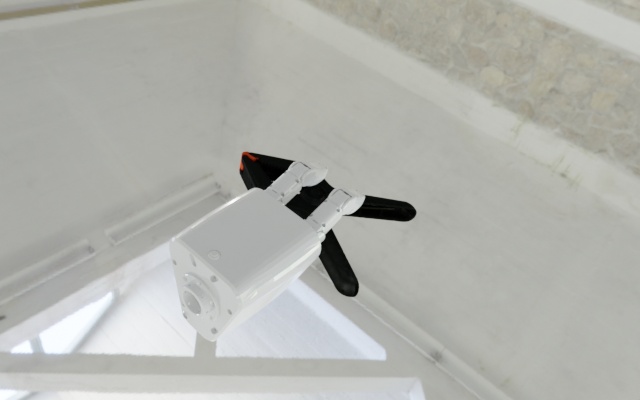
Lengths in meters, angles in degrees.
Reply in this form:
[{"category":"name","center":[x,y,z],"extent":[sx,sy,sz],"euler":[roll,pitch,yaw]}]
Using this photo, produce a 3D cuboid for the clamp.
[{"category":"clamp","center":[-0.001,0.002,0.543],"extent":[0.210,0.036,0.164],"euler":[36,42,20]}]
